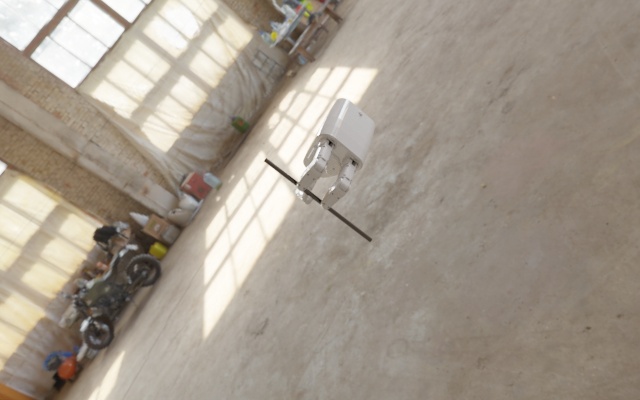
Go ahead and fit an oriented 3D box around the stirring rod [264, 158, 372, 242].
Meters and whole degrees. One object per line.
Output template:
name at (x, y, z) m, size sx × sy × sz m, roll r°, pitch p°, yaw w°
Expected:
stirring rod at (0.000, 0.003, 0.814) m, size 0.239 × 0.011 × 0.011 m, roll 37°, pitch -15°, yaw -20°
